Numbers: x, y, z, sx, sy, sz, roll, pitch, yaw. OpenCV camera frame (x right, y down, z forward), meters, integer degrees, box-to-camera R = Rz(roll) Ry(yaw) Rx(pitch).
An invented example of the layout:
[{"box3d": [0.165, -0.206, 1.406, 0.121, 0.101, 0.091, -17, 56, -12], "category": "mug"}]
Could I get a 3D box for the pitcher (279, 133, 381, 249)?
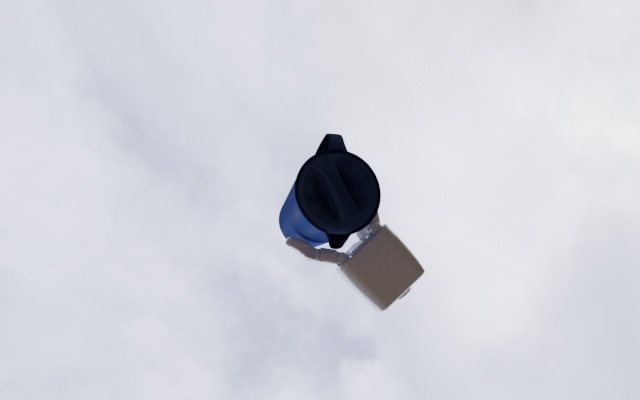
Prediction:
[{"box3d": [0.000, 0.003, 0.817, 0.149, 0.145, 0.243, -45, 1, -20], "category": "pitcher"}]
